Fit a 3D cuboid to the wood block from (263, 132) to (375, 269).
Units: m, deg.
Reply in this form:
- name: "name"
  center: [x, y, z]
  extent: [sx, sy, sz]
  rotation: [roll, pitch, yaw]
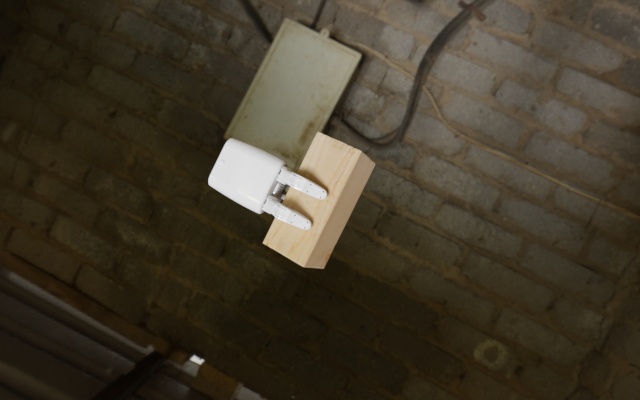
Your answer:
- name: "wood block"
  center: [0.000, 0.003, 0.812]
  extent: [0.090, 0.206, 0.091]
  rotation: [27, 2, 23]
